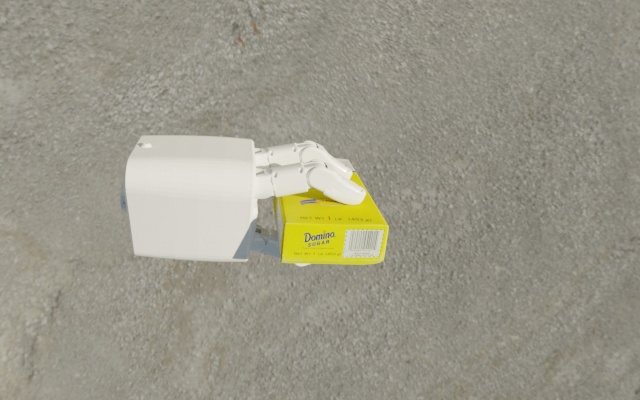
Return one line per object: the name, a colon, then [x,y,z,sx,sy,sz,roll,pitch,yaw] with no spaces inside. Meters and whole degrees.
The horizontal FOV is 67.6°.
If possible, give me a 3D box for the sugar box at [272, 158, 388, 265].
sugar box: [0.000,0.001,0.484,0.093,0.048,0.176,3,26,-11]
